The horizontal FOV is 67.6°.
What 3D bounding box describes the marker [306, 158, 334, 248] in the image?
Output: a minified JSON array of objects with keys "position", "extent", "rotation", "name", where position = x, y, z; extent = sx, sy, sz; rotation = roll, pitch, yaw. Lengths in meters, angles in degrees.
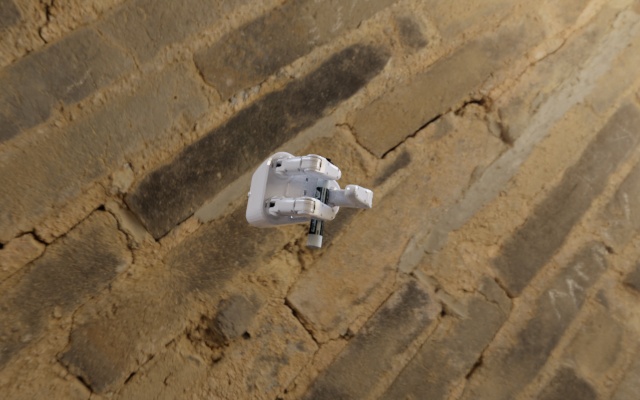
[{"position":[0.000,0.002,0.635],"extent":[0.020,0.121,0.020],"rotation":[9,-11,2],"name":"marker"}]
